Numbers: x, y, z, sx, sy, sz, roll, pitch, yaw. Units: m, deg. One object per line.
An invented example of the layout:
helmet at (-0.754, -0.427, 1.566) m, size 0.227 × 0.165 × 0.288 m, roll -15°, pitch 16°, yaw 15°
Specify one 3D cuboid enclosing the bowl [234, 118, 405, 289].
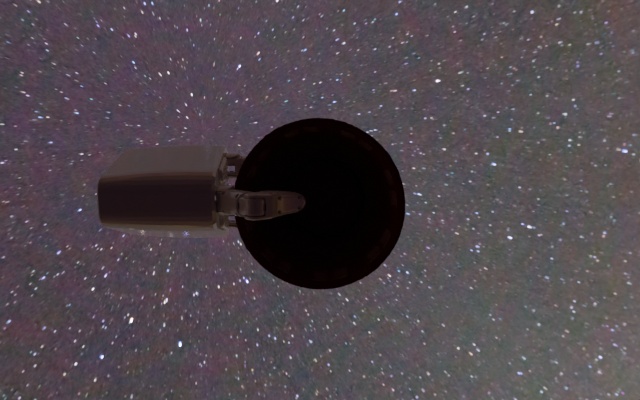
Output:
bowl at (0.001, 0.002, 0.469) m, size 0.162 × 0.162 × 0.055 m, roll 0°, pitch 8°, yaw 6°
